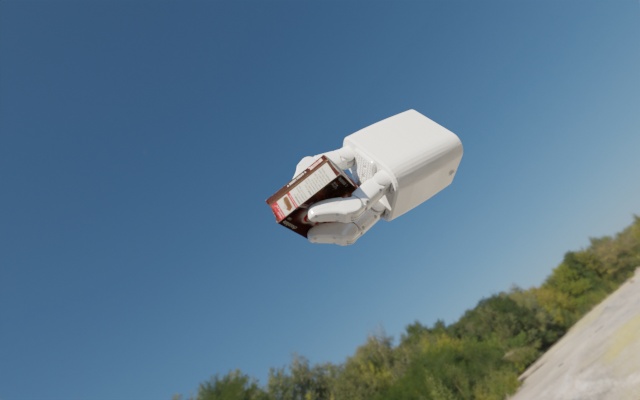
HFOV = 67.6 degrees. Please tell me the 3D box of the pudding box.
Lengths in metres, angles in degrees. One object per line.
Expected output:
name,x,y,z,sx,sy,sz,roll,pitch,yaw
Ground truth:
pudding box,0.000,0.002,0.572,0.090,0.039,0.113,-39,-29,8
